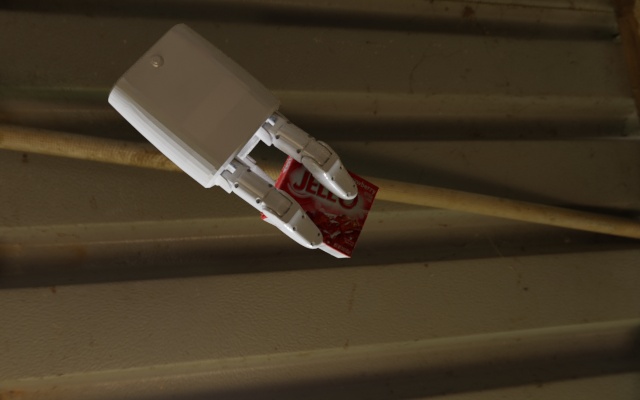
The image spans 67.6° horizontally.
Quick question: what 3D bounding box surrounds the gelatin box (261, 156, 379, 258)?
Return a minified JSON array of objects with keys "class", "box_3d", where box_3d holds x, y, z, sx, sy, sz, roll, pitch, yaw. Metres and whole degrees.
[{"class":"gelatin box","box_3d":[0.000,0.002,0.438,0.089,0.073,0.030,29,-15,-16]}]
